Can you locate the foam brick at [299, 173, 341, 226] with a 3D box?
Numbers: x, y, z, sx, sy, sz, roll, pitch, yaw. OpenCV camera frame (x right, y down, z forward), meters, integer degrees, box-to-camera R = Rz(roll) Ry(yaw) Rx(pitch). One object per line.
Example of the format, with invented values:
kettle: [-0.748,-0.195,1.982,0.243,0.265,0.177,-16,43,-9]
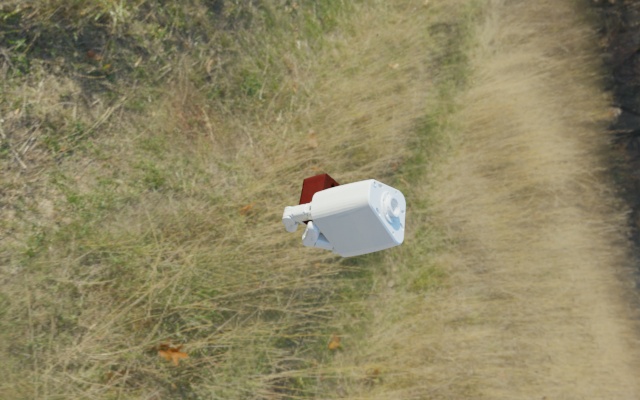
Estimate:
foam brick: [0.000,0.002,0.802,0.051,0.078,0.053,-16,-38,36]
